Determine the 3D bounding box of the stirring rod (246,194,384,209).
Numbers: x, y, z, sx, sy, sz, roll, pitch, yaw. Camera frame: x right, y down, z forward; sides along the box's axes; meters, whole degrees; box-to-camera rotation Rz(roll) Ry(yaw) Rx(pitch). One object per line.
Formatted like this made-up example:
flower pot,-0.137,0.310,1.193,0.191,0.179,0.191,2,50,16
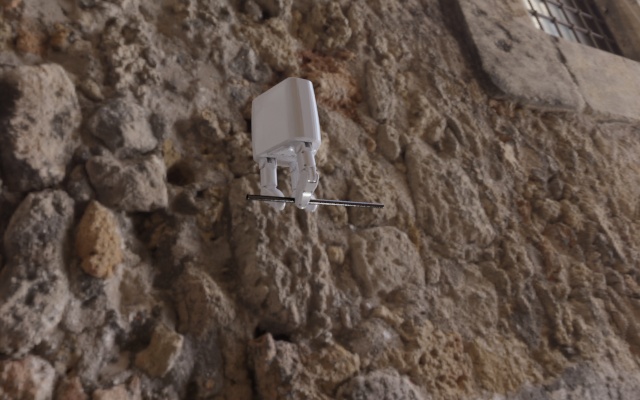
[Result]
stirring rod,0.000,0.002,0.735,0.239,0.011,0.011,4,-2,-30
